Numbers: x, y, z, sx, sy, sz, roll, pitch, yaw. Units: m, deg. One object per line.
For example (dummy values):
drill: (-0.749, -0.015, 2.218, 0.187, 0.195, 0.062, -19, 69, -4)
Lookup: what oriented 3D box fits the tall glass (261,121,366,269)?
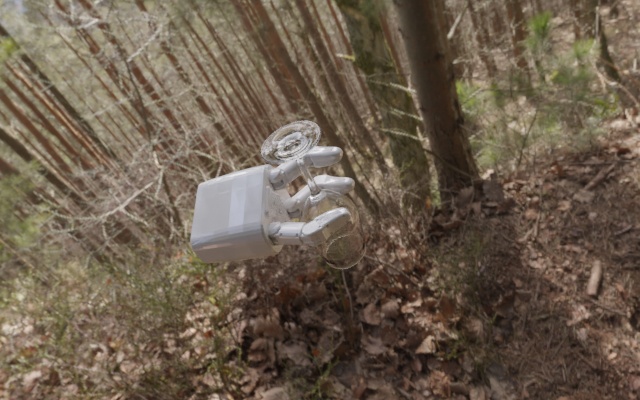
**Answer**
tall glass: (0.000, 0.002, 0.602, 0.079, 0.079, 0.201, 0, -44, 29)
